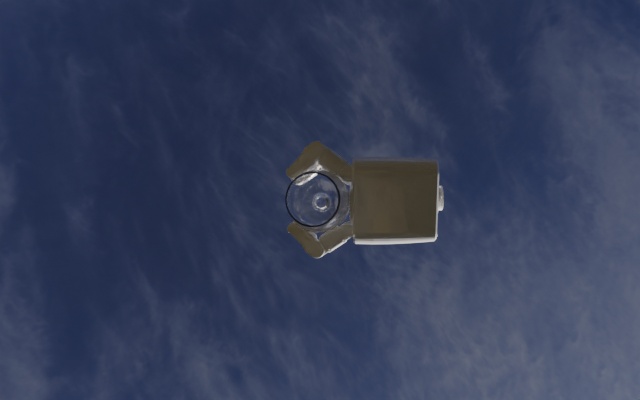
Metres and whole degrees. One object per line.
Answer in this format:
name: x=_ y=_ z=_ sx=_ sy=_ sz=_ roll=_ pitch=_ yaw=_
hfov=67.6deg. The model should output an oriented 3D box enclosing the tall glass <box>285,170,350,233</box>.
tall glass: x=0.000 y=0.002 z=0.627 sx=0.079 sy=0.079 sz=0.201 roll=0 pitch=-2 yaw=5
